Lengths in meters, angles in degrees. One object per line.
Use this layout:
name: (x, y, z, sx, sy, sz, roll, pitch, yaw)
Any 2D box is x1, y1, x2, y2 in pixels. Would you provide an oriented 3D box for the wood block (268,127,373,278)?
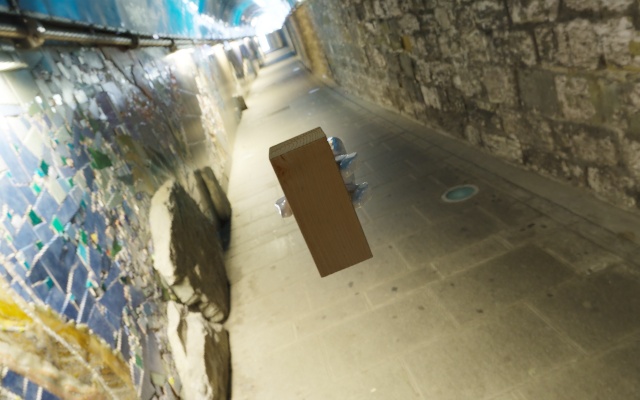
wood block: (0.000, 0.002, 0.748, 0.091, 0.206, 0.090, -22, 19, 1)
